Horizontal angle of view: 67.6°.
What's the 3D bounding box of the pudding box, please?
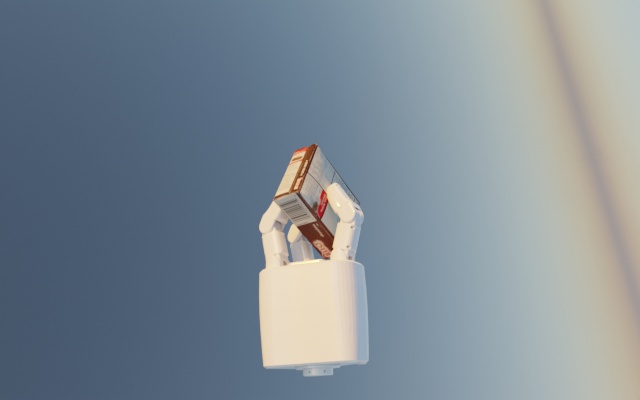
[{"bbox_3d":[0.000,0.002,0.582,0.039,0.090,0.113,-15,-52,31],"label":"pudding box"}]
